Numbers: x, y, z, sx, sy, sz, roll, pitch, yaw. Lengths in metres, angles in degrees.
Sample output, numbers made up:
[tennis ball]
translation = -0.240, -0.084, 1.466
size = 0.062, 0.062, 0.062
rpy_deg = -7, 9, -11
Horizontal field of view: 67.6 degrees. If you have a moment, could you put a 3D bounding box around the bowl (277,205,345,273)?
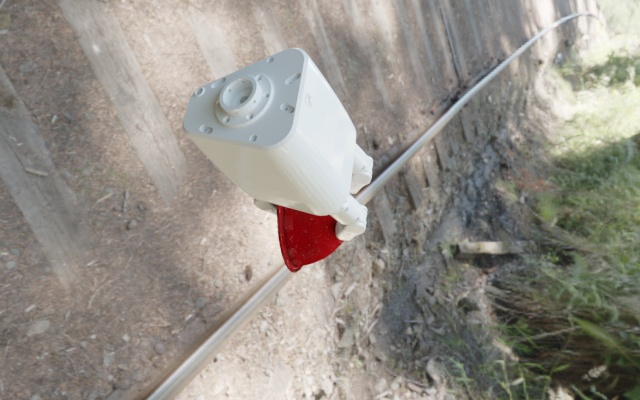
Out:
[bowl]
translation = 0.001, 0.002, 0.538
size = 0.055, 0.162, 0.162
rpy_deg = 2, 0, 12
